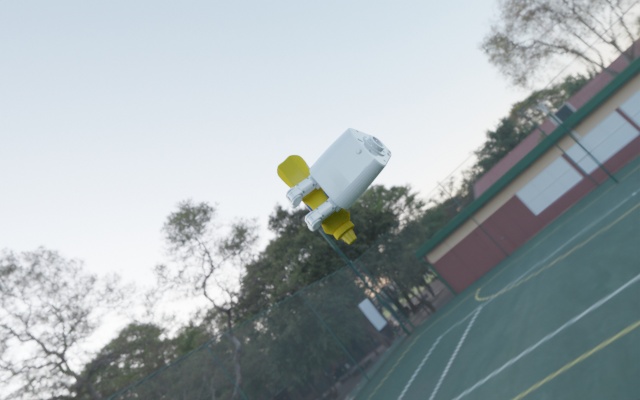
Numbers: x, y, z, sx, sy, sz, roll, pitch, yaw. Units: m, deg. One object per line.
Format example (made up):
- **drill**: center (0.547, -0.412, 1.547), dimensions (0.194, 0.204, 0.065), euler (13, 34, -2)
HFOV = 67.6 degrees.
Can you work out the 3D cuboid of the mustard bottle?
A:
- **mustard bottle**: center (0.000, 0.003, 0.887), dimensions (0.058, 0.191, 0.096), euler (-41, -14, 1)
